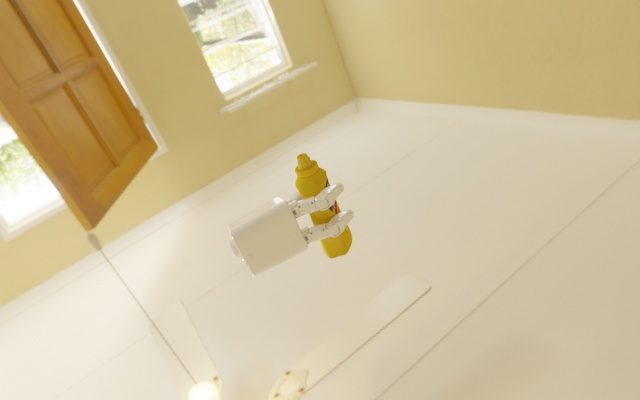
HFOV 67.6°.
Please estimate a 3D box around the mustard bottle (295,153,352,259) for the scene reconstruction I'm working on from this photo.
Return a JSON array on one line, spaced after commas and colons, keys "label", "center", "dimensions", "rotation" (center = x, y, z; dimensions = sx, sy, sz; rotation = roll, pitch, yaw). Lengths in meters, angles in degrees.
[{"label": "mustard bottle", "center": [0.001, 0.003, 0.845], "dimensions": [0.058, 0.192, 0.096], "rotation": [-17, 28, 13]}]
